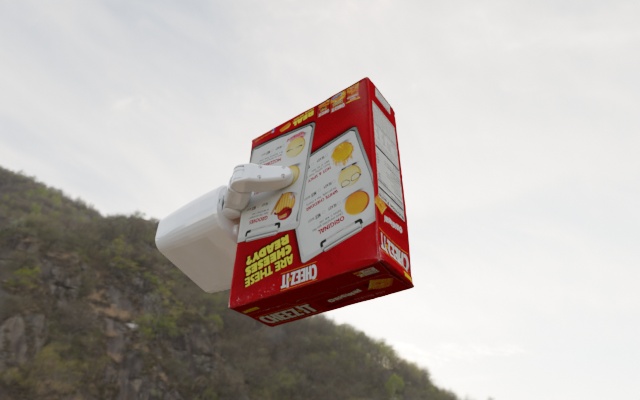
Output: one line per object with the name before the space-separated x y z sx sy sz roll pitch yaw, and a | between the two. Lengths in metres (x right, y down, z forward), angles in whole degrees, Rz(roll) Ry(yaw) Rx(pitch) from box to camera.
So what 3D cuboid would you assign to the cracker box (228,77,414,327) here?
cracker box | 0.000 0.001 0.481 0.164 0.213 0.072 -23 -41 29
